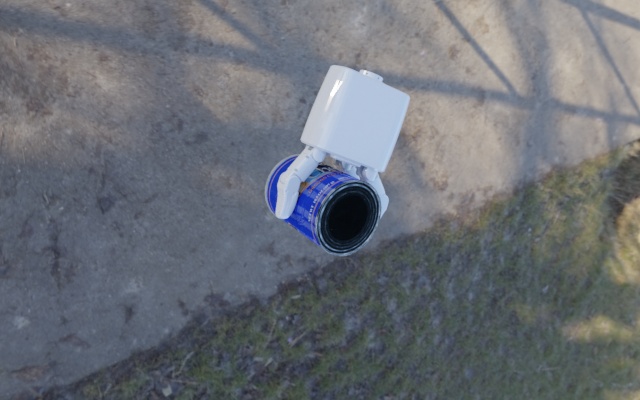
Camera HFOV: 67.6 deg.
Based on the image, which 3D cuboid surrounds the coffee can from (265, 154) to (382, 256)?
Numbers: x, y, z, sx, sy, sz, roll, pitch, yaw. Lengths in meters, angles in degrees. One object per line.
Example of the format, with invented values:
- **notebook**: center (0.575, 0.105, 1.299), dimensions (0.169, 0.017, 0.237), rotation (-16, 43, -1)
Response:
- **coffee can**: center (0.000, 0.002, 0.656), dimensions (0.103, 0.103, 0.140), rotation (0, 18, -34)
